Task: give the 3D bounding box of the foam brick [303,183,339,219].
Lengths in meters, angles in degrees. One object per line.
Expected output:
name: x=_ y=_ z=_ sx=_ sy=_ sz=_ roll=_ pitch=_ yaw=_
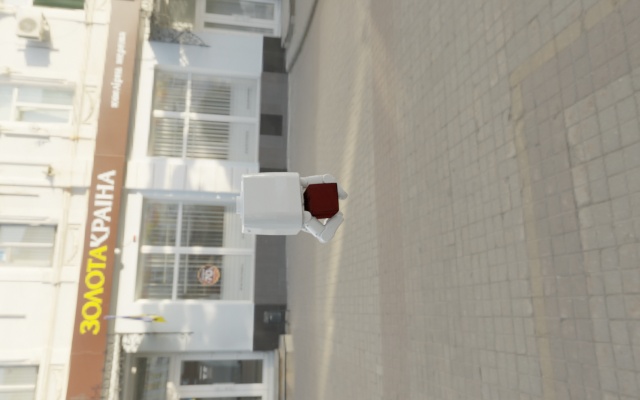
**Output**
foam brick: x=0.000 y=0.003 z=0.873 sx=0.051 sy=0.053 sz=0.078 roll=-3 pitch=-13 yaw=-11
